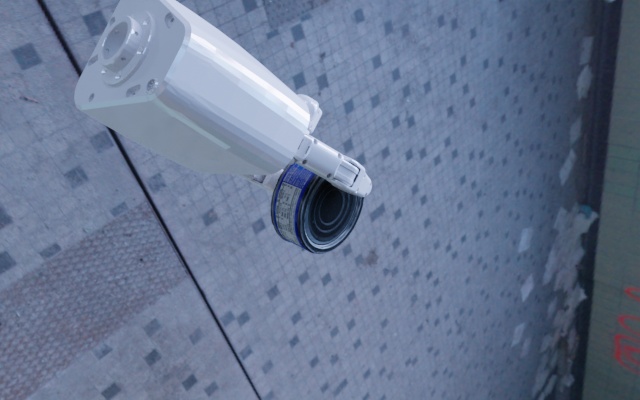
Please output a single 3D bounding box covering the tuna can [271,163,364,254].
[{"bbox_3d":[0.001,0.002,0.408,0.033,0.086,0.086,22,14,37],"label":"tuna can"}]
